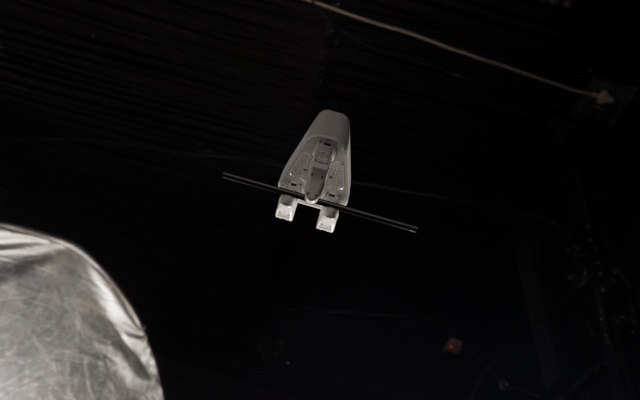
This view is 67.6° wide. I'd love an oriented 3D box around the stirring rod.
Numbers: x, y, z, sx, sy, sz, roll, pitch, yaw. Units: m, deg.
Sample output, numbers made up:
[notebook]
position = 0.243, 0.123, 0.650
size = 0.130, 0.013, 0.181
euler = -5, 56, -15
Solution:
[stirring rod]
position = 0.000, 0.002, 0.571
size = 0.239, 0.011, 0.011
euler = 16, 0, -1
